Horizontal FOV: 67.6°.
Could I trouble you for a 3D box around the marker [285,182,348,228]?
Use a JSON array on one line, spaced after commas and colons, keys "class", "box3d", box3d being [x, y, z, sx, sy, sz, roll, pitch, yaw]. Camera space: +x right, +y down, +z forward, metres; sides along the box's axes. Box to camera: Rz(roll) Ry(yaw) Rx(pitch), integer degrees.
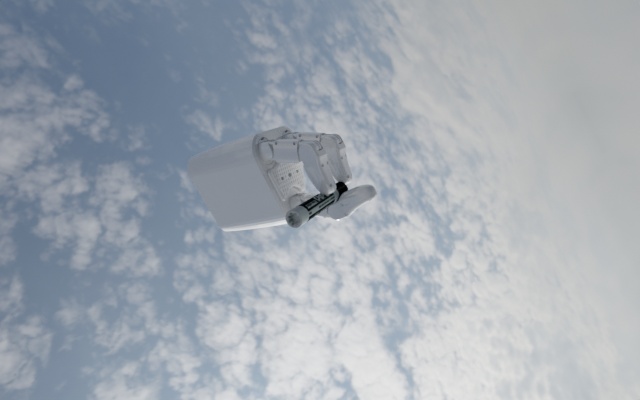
[{"class": "marker", "box3d": [0.000, 0.002, 0.508, 0.020, 0.020, 0.121, 0, 16, 27]}]
